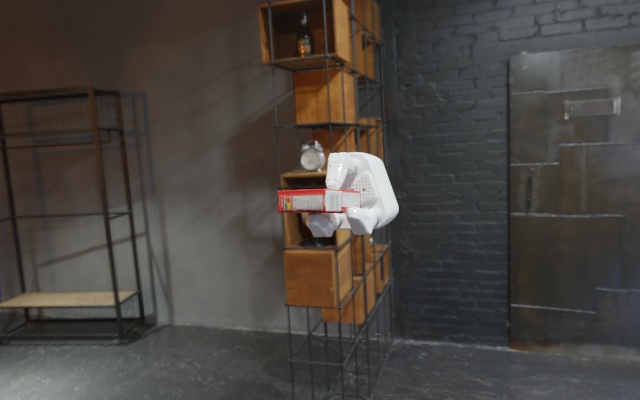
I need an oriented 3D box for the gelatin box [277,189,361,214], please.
[{"bbox_3d":[0.000,0.002,0.611,0.073,0.030,0.089,-1,-2,33],"label":"gelatin box"}]
